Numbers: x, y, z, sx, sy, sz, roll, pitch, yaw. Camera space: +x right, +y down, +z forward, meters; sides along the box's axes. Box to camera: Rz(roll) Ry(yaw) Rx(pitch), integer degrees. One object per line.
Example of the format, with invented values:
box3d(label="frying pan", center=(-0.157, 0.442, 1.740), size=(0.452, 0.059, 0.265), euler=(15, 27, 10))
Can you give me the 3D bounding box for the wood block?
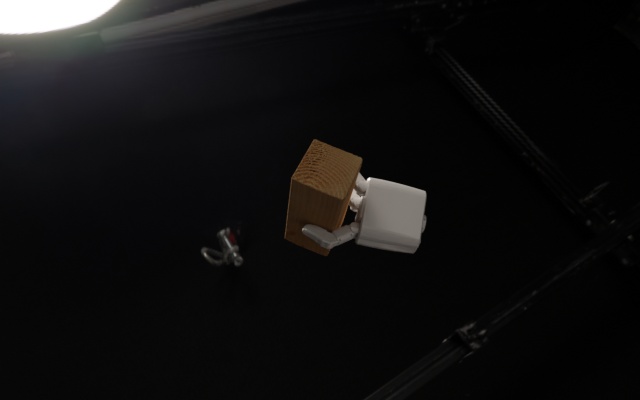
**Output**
box3d(label="wood block", center=(0.000, 0.003, 0.835), size=(0.090, 0.090, 0.206), euler=(23, -32, 6))
